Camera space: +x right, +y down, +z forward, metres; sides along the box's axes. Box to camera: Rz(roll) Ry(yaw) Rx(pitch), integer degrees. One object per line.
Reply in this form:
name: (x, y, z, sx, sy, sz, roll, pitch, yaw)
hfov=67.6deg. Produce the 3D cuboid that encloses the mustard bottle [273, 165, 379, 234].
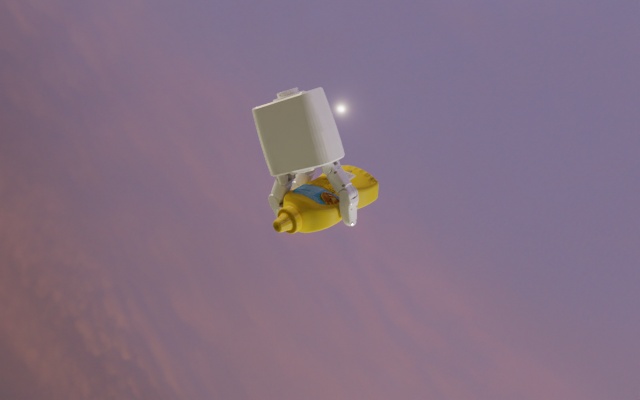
mustard bottle: (0.000, 0.003, 0.743, 0.096, 0.058, 0.191, 24, 36, 34)
